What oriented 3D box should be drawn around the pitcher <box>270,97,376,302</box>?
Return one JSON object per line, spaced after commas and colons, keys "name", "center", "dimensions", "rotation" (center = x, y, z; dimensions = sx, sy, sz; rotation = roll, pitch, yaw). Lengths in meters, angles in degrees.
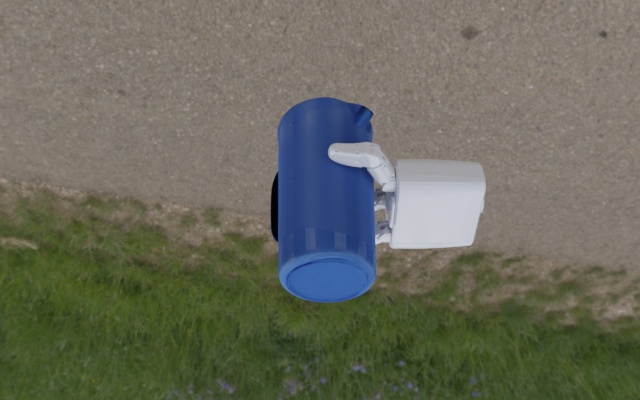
{"name": "pitcher", "center": [0.000, 0.002, 0.601], "dimensions": [0.145, 0.242, 0.149], "rotation": [0, -39, 1]}
